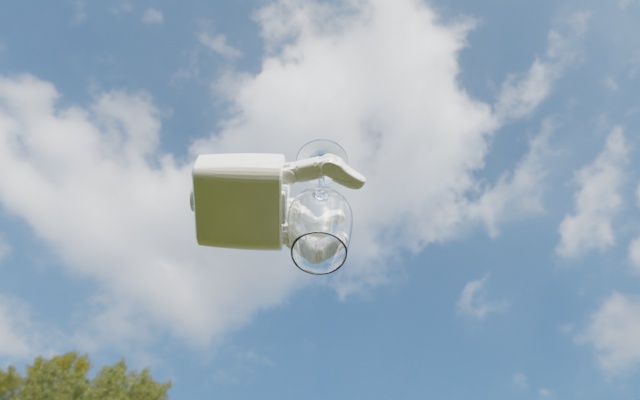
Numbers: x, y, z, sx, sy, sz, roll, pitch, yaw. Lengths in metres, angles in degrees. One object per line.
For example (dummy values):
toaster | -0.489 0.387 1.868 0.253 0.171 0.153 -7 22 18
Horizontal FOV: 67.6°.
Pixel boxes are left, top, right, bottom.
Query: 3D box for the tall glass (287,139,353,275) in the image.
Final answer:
tall glass | 0.000 0.002 0.597 0.079 0.079 0.201 0 34 1
